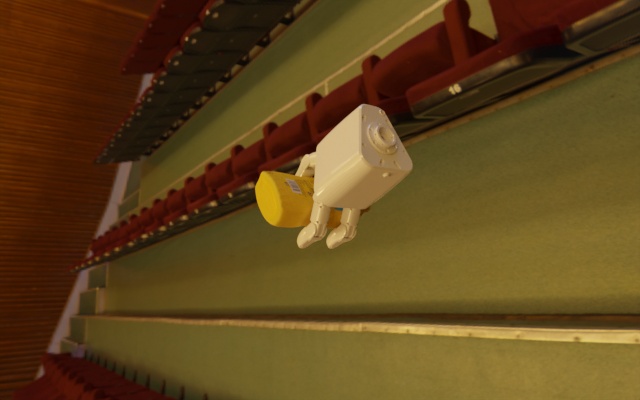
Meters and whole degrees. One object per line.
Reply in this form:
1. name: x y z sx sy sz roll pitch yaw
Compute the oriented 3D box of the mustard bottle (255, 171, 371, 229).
1. mustard bottle: 0.000 0.003 0.746 0.191 0.058 0.096 5 36 -34
